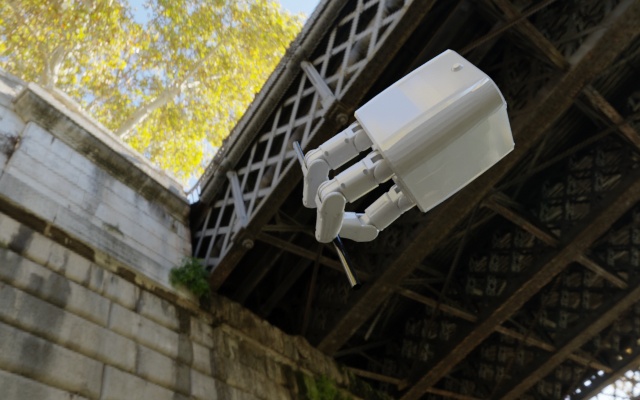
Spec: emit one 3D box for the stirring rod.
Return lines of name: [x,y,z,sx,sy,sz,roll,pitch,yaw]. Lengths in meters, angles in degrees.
stirring rod: [0.000,0.002,0.486,0.011,0.011,0.239,0,35,-18]
